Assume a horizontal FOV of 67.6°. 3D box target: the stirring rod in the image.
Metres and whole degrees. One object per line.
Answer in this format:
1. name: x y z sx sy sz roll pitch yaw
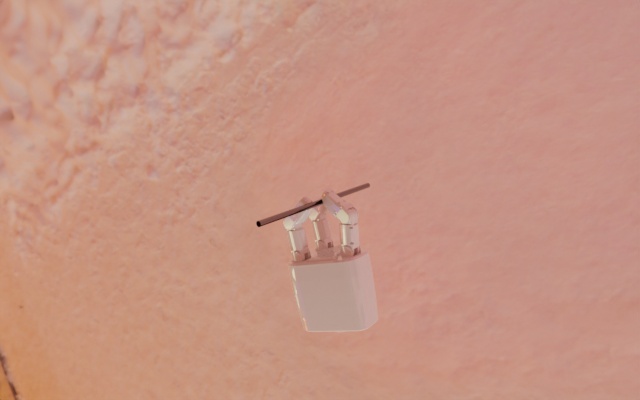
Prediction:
1. stirring rod: 0.000 0.002 0.668 0.011 0.011 0.239 0 13 40
